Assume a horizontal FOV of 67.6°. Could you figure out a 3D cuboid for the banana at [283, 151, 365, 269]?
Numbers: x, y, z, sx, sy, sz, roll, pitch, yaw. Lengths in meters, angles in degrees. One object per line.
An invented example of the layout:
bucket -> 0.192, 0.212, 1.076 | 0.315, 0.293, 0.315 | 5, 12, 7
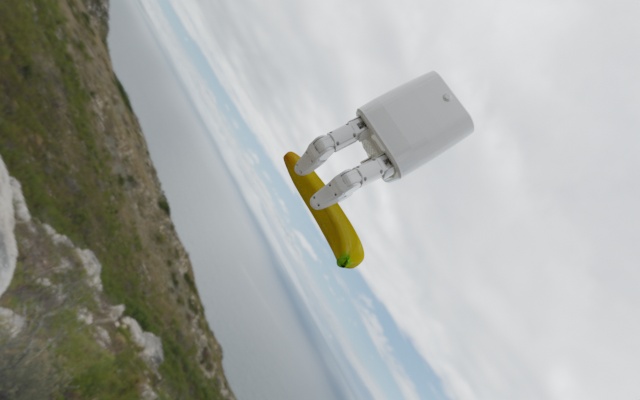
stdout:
banana -> 0.008, 0.015, 0.576 | 0.037, 0.197, 0.070 | -31, -42, 0
